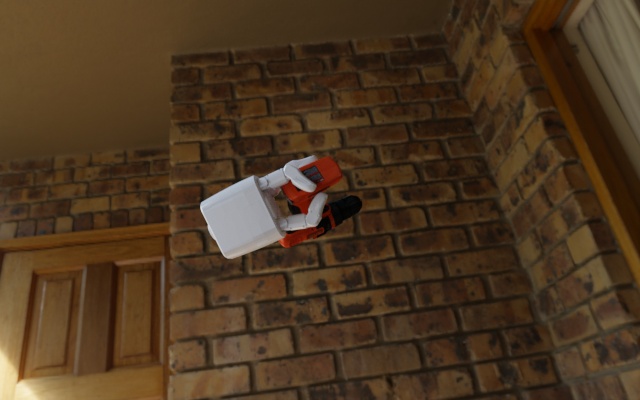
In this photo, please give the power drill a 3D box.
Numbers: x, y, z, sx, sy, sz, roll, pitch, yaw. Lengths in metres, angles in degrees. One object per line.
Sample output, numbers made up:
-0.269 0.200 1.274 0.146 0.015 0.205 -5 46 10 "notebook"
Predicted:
0.000 0.003 0.884 0.184 0.057 0.188 -26 -30 -15 "power drill"
